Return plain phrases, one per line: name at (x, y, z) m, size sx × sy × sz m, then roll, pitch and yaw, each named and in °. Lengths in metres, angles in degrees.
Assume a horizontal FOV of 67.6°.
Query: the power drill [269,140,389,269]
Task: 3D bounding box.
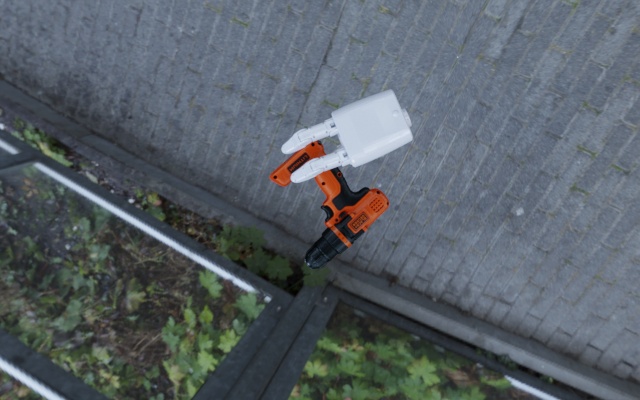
power drill at (0.000, 0.002, 0.831) m, size 0.184 × 0.188 × 0.057 m, roll -43°, pitch 11°, yaw -3°
